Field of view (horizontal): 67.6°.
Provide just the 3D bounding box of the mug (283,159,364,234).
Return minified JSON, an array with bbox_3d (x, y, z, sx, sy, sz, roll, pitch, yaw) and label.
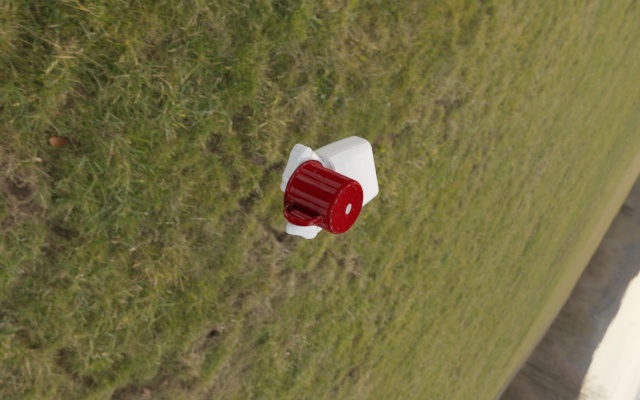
[{"bbox_3d":[-0.001,0.003,0.673,0.081,0.093,0.117,24,39,33],"label":"mug"}]
